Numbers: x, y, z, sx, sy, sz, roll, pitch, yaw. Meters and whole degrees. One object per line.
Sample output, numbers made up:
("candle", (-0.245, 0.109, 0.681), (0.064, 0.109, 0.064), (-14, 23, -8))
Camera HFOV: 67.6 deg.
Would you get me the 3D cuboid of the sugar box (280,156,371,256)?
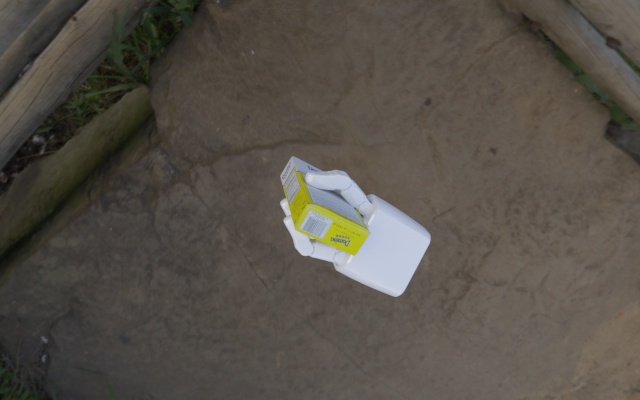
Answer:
("sugar box", (0.000, 0.003, 0.666), (0.093, 0.048, 0.176), (26, 15, -20))
